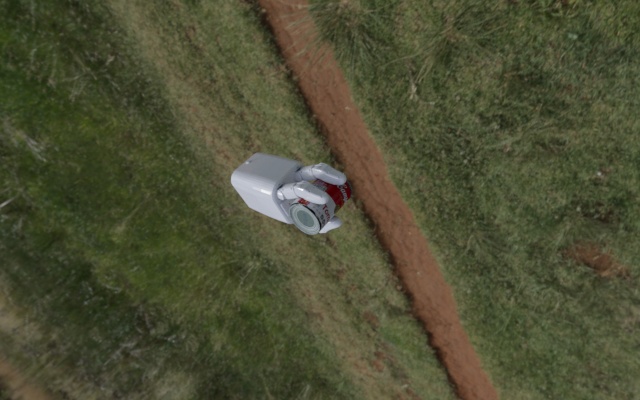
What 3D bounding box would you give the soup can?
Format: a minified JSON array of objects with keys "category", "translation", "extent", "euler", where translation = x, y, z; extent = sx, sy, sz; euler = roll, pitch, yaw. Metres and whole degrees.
[{"category":"soup can","translation":[0.000,0.003,0.832],"extent":[0.068,0.068,0.102],"euler":[0,36,43]}]
